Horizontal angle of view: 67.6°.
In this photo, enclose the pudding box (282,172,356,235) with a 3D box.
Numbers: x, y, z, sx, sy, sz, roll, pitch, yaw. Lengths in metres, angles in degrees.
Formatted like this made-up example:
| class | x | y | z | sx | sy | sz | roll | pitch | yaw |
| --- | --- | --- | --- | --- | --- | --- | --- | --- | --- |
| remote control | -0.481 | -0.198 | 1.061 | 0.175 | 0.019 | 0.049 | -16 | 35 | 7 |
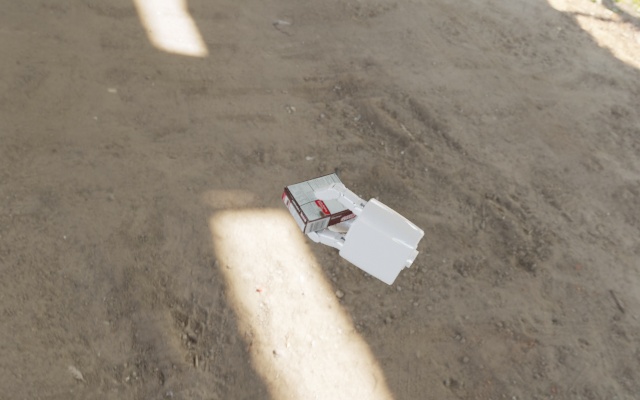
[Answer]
| class | x | y | z | sx | sy | sz | roll | pitch | yaw |
| --- | --- | --- | --- | --- | --- | --- | --- | --- | --- |
| pudding box | 0.000 | 0.003 | 0.864 | 0.113 | 0.090 | 0.039 | -16 | -34 | -30 |
